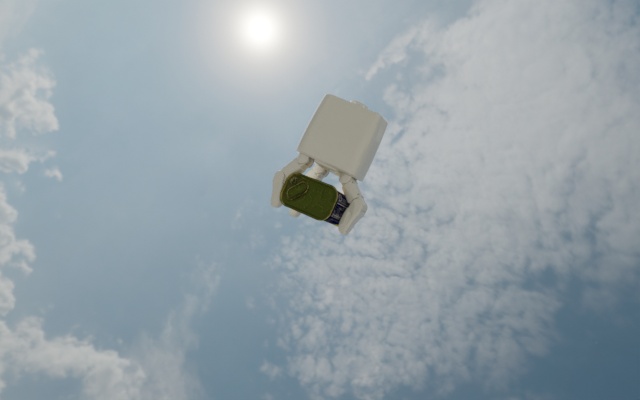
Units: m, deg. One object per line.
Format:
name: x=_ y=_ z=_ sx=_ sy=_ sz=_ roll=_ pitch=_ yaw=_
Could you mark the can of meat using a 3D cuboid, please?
can of meat: x=0.000 y=0.003 z=0.766 sx=0.102 sy=0.057 sz=0.084 roll=22 pitch=-2 yaw=33
